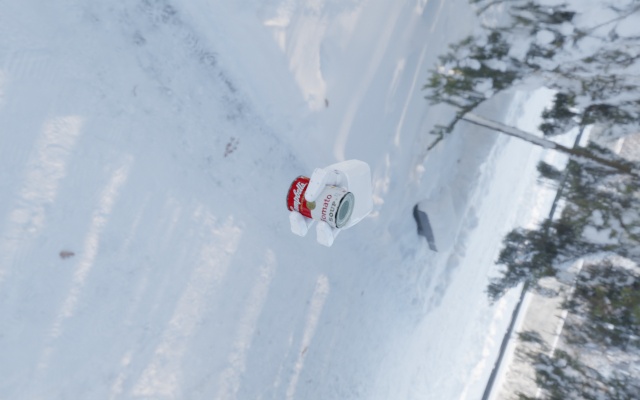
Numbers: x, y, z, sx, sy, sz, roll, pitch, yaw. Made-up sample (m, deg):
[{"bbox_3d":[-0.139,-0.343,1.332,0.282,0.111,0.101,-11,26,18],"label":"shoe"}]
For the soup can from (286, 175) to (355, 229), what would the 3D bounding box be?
[{"bbox_3d":[0.000,0.003,0.833,0.102,0.068,0.068,19,8,25],"label":"soup can"}]
